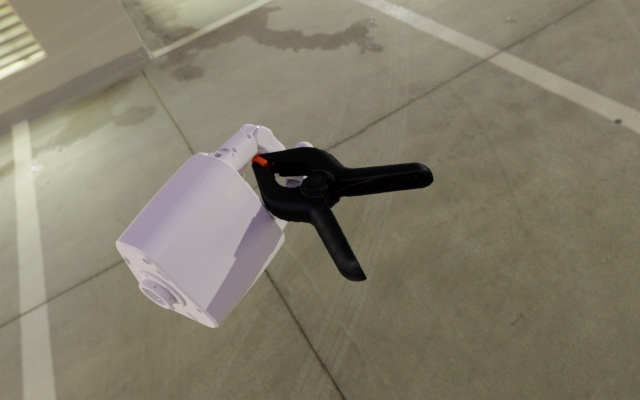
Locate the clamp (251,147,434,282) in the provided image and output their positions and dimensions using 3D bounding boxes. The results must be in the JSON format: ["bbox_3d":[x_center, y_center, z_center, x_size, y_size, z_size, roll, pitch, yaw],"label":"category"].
[{"bbox_3d":[0.000,0.001,0.423,0.171,0.120,0.039,13,-37,31],"label":"clamp"}]
